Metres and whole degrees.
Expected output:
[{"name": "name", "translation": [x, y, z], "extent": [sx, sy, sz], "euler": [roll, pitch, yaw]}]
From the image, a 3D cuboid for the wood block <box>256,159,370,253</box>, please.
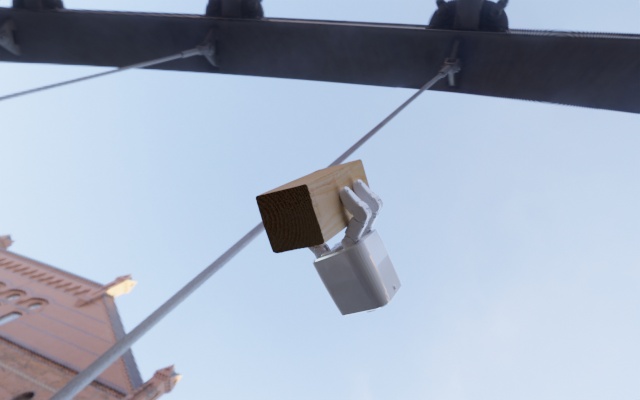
[{"name": "wood block", "translation": [0.000, 0.003, 0.755], "extent": [0.091, 0.090, 0.206], "euler": [-14, 7, 28]}]
